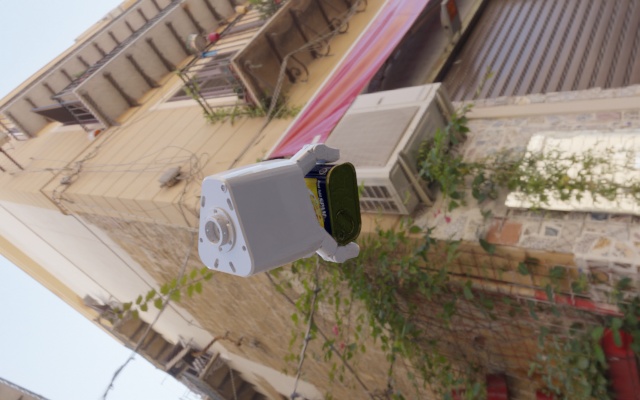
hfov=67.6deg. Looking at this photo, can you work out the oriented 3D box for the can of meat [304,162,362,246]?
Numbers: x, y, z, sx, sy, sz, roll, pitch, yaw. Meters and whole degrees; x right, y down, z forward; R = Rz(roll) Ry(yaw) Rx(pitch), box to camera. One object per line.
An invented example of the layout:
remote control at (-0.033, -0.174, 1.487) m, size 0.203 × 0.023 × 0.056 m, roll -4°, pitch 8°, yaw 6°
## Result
can of meat at (0.000, 0.002, 0.618) m, size 0.084 × 0.102 × 0.057 m, roll 4°, pitch 19°, yaw 39°
